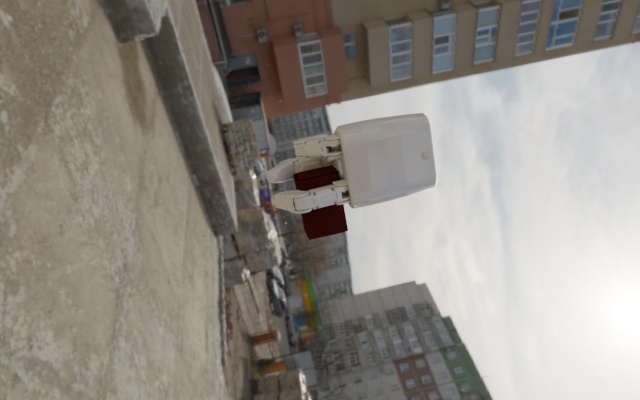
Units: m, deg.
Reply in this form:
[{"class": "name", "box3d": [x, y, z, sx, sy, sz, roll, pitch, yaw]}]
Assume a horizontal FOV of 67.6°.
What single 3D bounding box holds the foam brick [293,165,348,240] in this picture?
[{"class": "foam brick", "box3d": [0.000, 0.002, 0.596, 0.051, 0.078, 0.053, -12, 15, -6]}]
